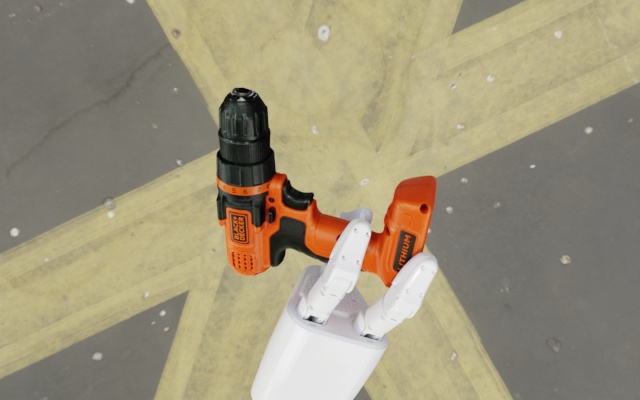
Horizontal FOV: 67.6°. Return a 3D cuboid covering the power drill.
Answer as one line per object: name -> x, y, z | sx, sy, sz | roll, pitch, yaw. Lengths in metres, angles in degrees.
power drill -> 0.000, 0.002, 0.414 | 0.187, 0.185, 0.057 | 11, 37, 12
